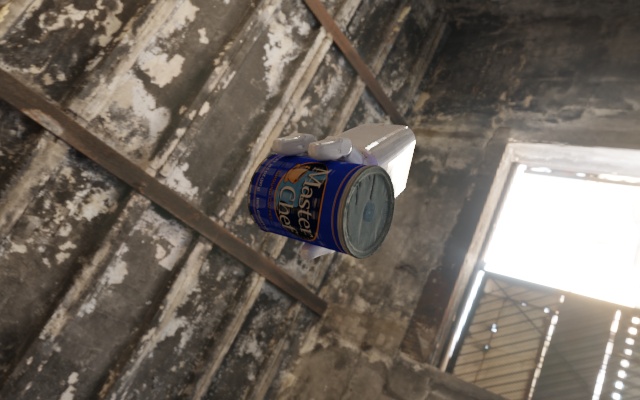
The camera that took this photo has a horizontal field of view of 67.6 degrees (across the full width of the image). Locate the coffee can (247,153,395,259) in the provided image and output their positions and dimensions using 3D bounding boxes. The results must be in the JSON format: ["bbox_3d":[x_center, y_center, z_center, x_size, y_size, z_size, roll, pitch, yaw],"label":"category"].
[{"bbox_3d":[0.000,0.002,0.556,0.140,0.103,0.103,12,7,38],"label":"coffee can"}]
